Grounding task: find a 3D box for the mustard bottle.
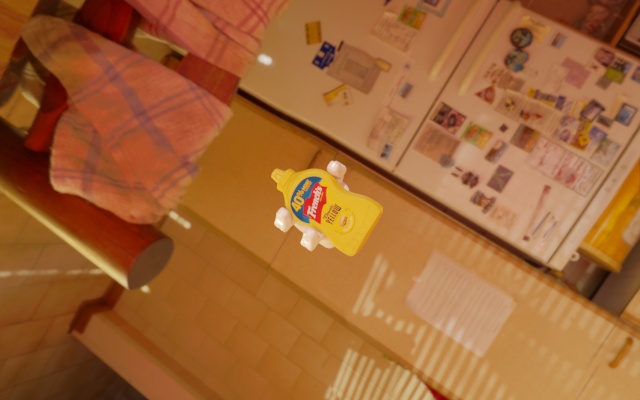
[{"bbox_3d":[0.000,0.003,0.791,0.191,0.096,0.058,33,14,13],"label":"mustard bottle"}]
